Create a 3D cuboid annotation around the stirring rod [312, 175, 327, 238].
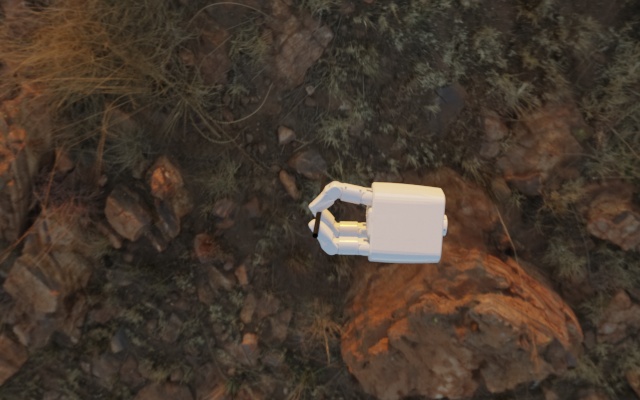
[{"bbox_3d":[0.000,0.002,0.765,0.011,0.011,0.239,0,22,4],"label":"stirring rod"}]
